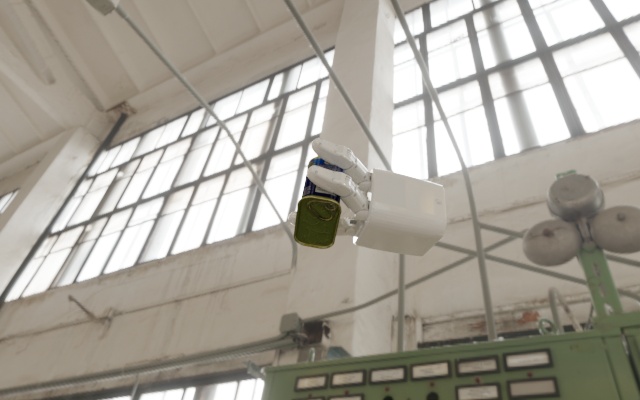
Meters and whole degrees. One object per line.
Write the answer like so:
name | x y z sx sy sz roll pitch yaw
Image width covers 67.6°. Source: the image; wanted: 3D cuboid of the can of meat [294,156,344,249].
can of meat | 0.000 0.002 0.661 0.057 0.084 0.102 10 -43 0
